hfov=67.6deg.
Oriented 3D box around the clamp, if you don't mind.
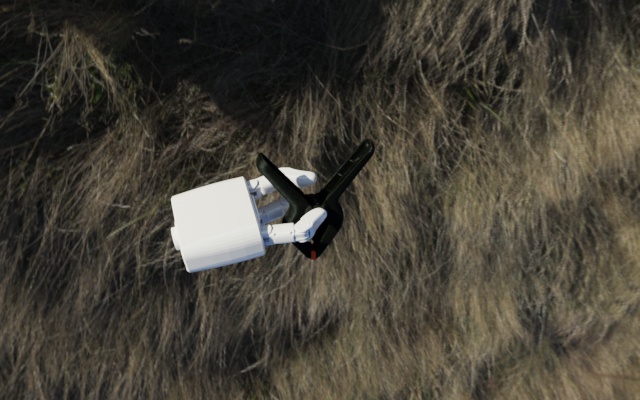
[{"bbox_3d":[0.000,0.003,0.693,0.164,0.210,0.036,-14,42,-11],"label":"clamp"}]
